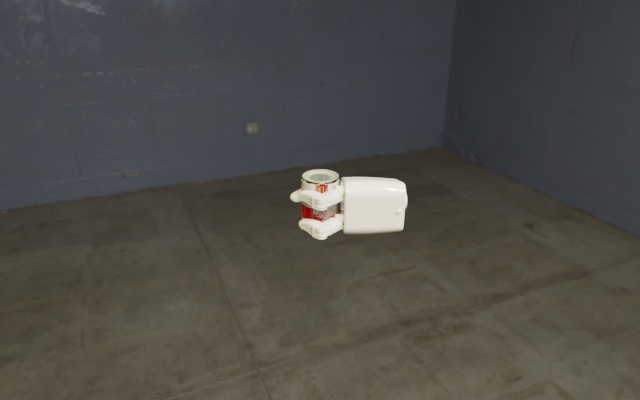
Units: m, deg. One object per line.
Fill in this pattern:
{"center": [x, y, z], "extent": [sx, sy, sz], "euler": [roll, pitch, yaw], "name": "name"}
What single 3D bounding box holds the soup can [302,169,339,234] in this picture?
{"center": [0.000, 0.002, 0.857], "extent": [0.068, 0.102, 0.068], "euler": [0, 24, 0], "name": "soup can"}
